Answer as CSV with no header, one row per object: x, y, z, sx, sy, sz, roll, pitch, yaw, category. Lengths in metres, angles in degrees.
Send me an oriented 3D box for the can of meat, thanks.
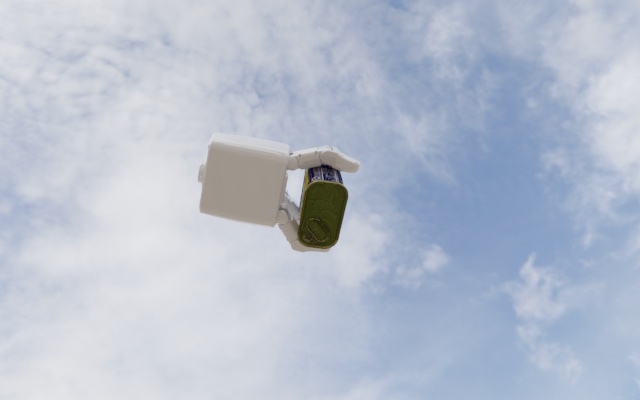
0.000,0.002,0.669,0.057,0.102,0.084,7,27,-8,can of meat
